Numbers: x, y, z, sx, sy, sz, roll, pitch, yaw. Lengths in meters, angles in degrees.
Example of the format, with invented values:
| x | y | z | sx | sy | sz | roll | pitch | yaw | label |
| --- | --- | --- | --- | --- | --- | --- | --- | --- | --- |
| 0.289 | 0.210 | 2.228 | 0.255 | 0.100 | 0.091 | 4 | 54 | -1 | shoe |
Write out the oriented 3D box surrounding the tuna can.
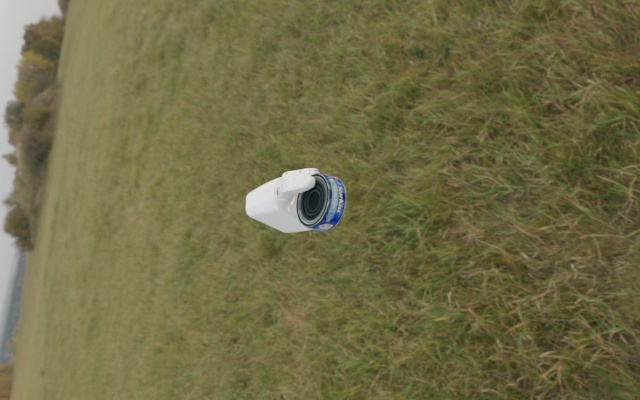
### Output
| x | y | z | sx | sy | sz | roll | pitch | yaw | label |
| --- | --- | --- | --- | --- | --- | --- | --- | --- | --- |
| 0.000 | 0.002 | 0.722 | 0.034 | 0.086 | 0.086 | 13 | -8 | -36 | tuna can |
